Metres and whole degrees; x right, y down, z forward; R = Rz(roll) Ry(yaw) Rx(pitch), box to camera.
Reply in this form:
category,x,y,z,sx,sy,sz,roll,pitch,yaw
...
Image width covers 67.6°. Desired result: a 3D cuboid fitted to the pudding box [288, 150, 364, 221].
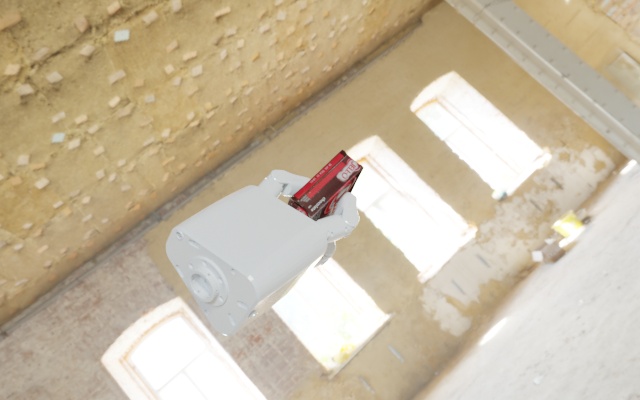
category,x,y,z,sx,sy,sz,roll,pitch,yaw
pudding box,0.000,0.002,0.569,0.090,0.039,0.113,-43,-9,-23
